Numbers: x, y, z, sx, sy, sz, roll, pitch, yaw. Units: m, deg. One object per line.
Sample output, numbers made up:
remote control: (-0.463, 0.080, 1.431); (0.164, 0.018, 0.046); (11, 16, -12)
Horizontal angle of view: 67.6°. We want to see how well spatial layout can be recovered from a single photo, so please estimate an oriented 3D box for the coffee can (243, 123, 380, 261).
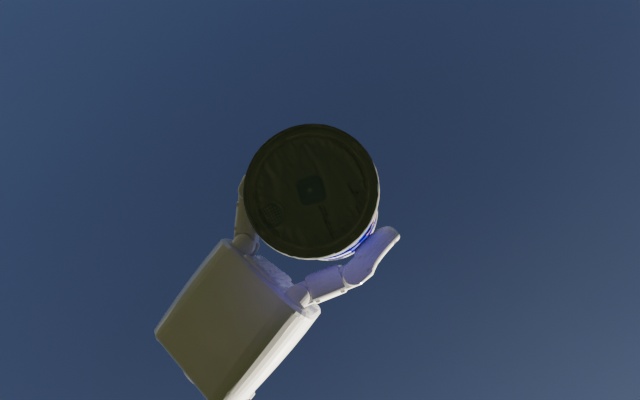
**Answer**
coffee can: (0.000, 0.001, 0.422); (0.103, 0.103, 0.140); (0, -8, 7)
